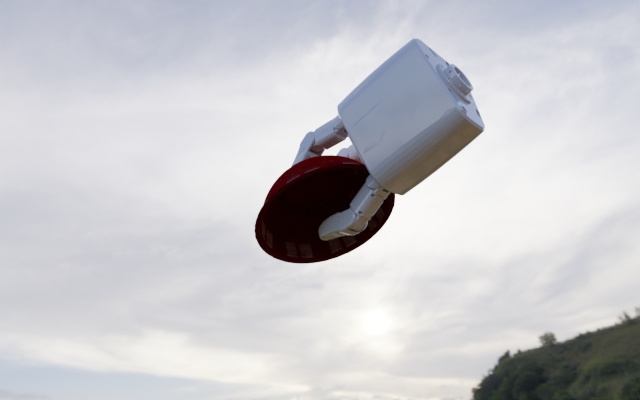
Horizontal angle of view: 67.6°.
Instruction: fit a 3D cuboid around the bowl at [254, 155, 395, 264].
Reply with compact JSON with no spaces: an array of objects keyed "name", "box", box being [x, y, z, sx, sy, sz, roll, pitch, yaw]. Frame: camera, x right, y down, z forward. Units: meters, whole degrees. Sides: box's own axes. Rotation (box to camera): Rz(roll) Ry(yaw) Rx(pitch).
[{"name":"bowl","box":[-0.001,0.002,0.542,0.162,0.055,0.162,-13,-41,-11]}]
